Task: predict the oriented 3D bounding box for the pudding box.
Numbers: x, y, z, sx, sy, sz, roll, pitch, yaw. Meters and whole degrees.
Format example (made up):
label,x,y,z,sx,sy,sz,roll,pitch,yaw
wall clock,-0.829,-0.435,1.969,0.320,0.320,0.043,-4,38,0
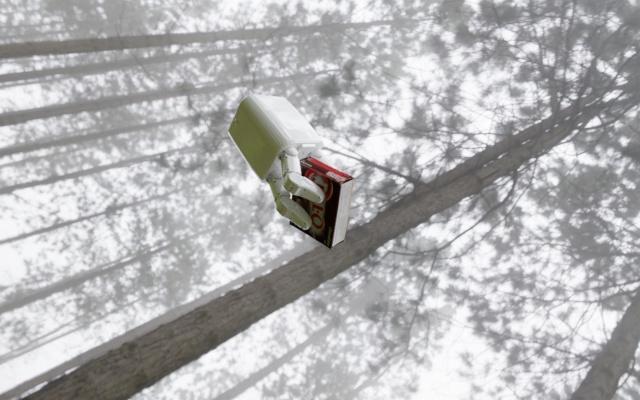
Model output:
label,x,y,z,sx,sy,sz,roll,pitch,yaw
pudding box,0.000,0.002,0.710,0.090,0.114,0.039,29,37,34
